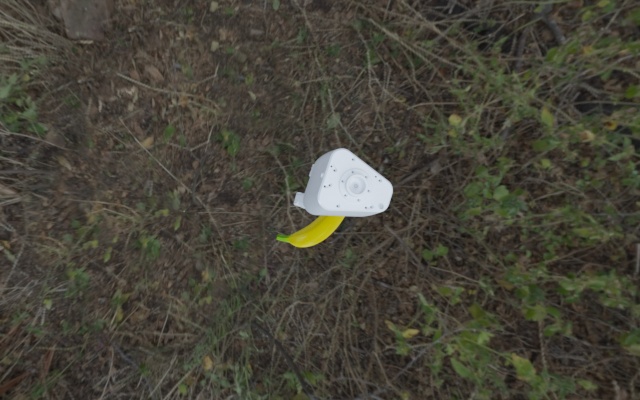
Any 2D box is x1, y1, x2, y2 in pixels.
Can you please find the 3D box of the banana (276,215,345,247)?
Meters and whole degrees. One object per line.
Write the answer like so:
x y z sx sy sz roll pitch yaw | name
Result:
0.011 0.018 0.862 0.069 0.198 0.037 44 -8 -2 | banana
